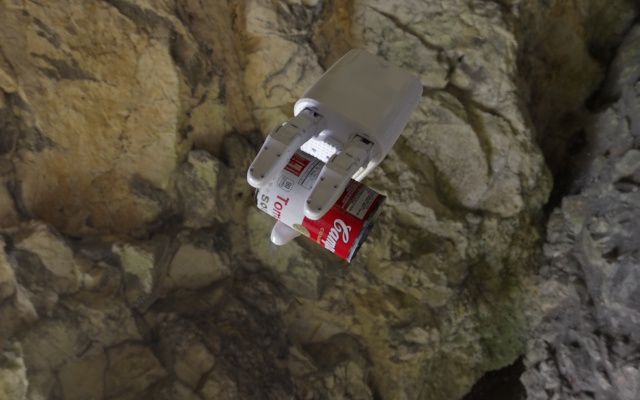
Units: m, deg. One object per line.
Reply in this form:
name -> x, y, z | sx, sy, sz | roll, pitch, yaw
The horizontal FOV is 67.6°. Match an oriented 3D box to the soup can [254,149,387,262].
soup can -> 0.000, 0.002, 0.436 | 0.102, 0.068, 0.068 | 30, 6, 10
